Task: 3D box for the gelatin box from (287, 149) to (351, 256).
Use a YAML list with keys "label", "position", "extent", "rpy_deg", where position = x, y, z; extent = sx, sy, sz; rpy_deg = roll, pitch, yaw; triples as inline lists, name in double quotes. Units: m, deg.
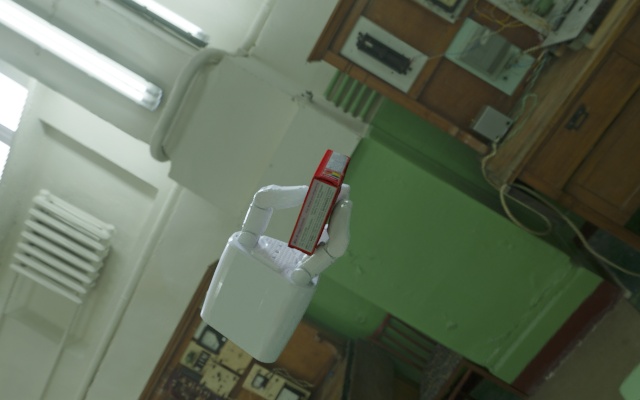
- label: "gelatin box"
  position: [0.000, 0.001, 0.494]
  extent: [0.030, 0.089, 0.073]
  rpy_deg: [21, 29, 2]
